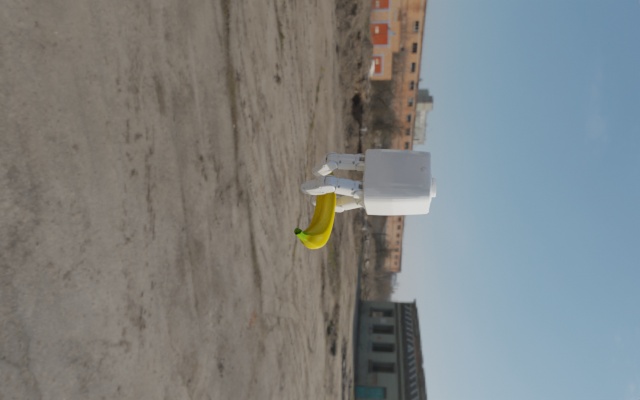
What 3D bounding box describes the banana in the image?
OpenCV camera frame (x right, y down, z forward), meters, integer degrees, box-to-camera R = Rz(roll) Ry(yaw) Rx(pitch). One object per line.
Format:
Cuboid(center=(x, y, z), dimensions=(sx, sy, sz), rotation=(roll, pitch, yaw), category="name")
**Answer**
Cuboid(center=(0.002, 0.020, 0.787), dimensions=(0.037, 0.070, 0.197), rotation=(1, 33, 13), category="banana")
